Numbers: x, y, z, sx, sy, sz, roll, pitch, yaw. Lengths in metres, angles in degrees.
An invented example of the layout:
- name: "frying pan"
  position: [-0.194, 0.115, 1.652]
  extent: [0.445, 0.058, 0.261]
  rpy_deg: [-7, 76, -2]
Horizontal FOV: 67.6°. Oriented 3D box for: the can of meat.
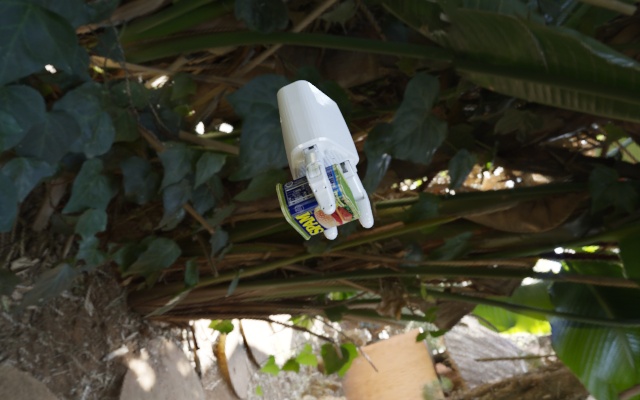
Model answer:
- name: "can of meat"
  position: [0.000, 0.002, 0.644]
  extent: [0.084, 0.057, 0.102]
  rpy_deg: [-21, -29, 9]
